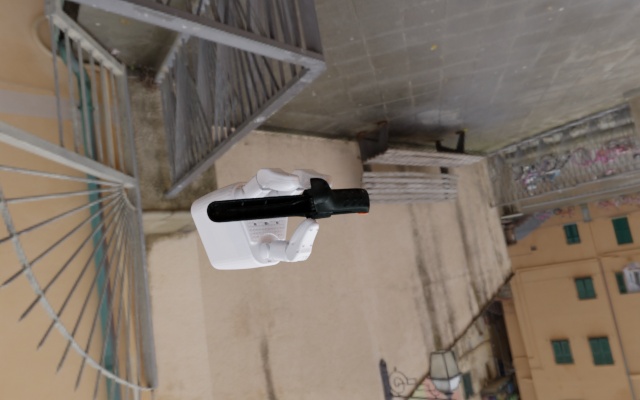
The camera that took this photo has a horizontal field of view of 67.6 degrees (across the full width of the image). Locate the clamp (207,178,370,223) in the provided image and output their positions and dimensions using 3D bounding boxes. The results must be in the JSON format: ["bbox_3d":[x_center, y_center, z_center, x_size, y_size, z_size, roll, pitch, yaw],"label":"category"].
[{"bbox_3d":[0.000,0.003,0.552,0.210,0.036,0.164,0,-8,-45],"label":"clamp"}]
